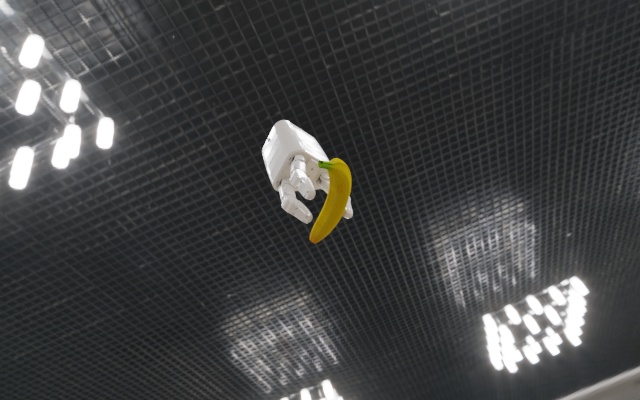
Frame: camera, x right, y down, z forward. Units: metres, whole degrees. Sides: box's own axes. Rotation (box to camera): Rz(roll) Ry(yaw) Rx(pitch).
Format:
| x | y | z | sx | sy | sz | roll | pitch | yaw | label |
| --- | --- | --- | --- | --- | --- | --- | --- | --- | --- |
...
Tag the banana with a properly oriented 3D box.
| x | y | z | sx | sy | sz | roll | pitch | yaw | label |
| --- | --- | --- | --- | --- | --- | --- | --- | --- | --- |
| 0.018 | -0.004 | 0.808 | 0.069 | 0.198 | 0.037 | -13 | 48 | -18 | banana |
